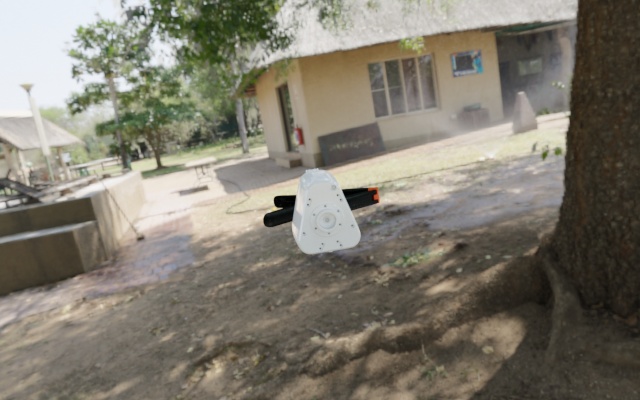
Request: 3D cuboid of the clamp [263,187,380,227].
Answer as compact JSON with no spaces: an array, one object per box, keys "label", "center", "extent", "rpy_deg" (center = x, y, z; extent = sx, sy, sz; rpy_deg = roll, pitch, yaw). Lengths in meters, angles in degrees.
[{"label":"clamp","center":[0.001,0.002,0.874],"extent":[0.210,0.036,0.164],"rpy_deg":[-10,13,-4]}]
